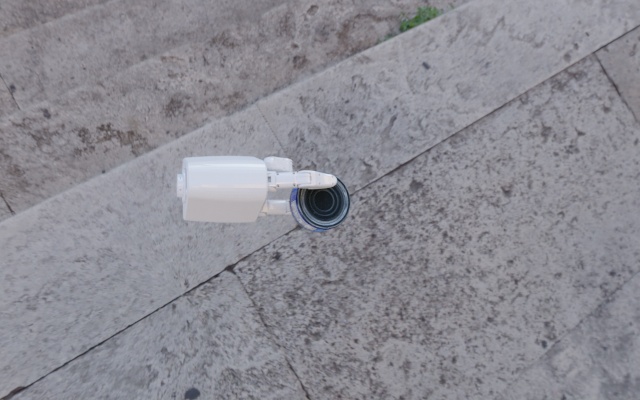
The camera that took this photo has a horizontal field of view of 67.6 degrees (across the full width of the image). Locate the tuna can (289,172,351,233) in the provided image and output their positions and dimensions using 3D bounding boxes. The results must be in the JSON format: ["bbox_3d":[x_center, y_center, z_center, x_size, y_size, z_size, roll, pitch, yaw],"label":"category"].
[{"bbox_3d":[0.000,0.002,0.696,0.086,0.086,0.034,0,-11,-22],"label":"tuna can"}]
